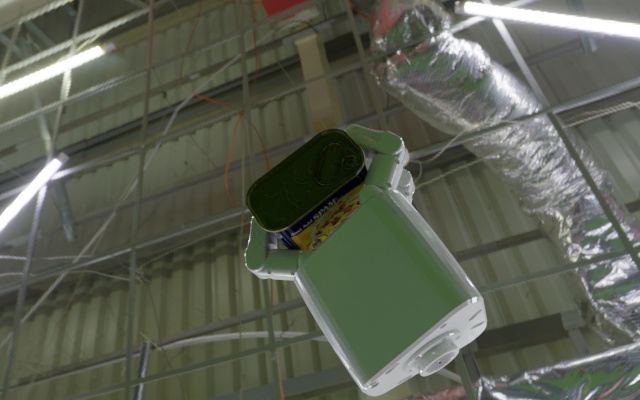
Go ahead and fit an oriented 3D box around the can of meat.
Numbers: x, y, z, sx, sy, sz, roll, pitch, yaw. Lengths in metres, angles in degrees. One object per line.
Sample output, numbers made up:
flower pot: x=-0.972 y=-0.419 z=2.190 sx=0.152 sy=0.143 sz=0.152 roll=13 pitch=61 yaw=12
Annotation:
can of meat: x=0.000 y=0.002 z=0.417 sx=0.102 sy=0.057 sz=0.084 roll=-38 pitch=-36 yaw=-2
